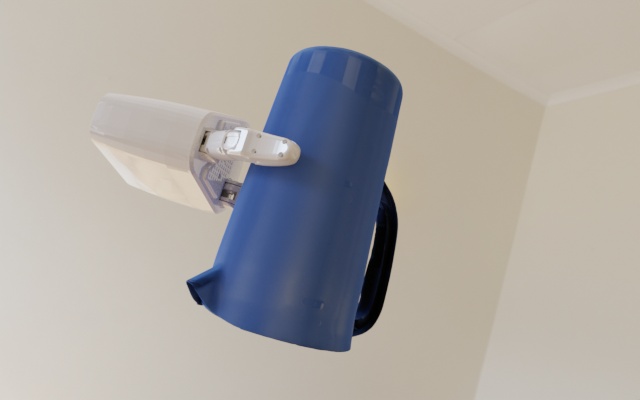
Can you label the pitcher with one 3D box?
[{"bbox_3d":[0.000,0.001,0.423,0.145,0.243,0.149,14,-9,14],"label":"pitcher"}]
